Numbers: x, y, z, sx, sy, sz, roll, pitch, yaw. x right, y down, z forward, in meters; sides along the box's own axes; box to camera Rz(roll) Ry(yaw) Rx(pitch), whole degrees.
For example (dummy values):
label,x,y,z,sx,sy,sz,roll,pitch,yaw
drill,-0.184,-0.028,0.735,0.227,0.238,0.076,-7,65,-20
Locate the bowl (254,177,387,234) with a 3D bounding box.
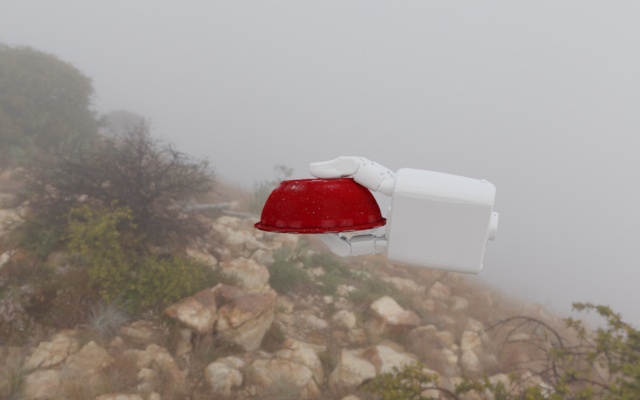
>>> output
label,x,y,z,sx,sy,sz,roll,pitch,yaw
bowl,-0.001,0.001,0.573,0.162,0.055,0.162,-2,5,0
